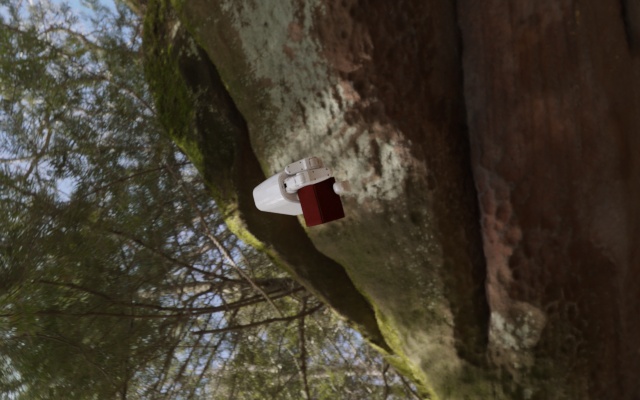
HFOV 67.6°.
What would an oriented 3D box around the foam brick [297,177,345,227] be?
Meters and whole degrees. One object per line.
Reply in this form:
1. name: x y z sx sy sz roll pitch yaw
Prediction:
1. foam brick: 0.000 0.003 0.840 0.053 0.078 0.051 -11 -5 -39
